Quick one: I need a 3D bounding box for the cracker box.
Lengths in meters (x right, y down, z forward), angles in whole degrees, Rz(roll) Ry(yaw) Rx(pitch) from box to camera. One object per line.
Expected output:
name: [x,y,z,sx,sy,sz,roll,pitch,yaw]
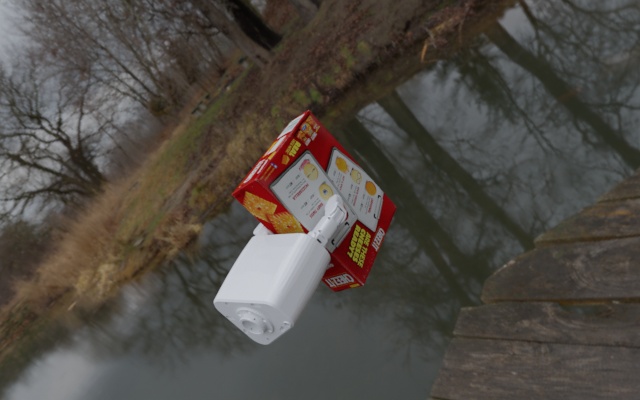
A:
cracker box: [0.000,0.002,0.698,0.072,0.214,0.164,-24,26,45]
